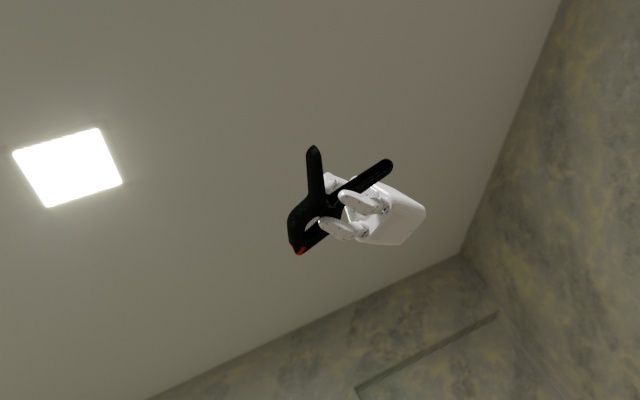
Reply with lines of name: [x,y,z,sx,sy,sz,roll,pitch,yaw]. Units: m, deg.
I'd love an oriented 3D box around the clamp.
clamp: [0.000,0.002,0.739,0.164,0.210,0.036,14,33,-43]
